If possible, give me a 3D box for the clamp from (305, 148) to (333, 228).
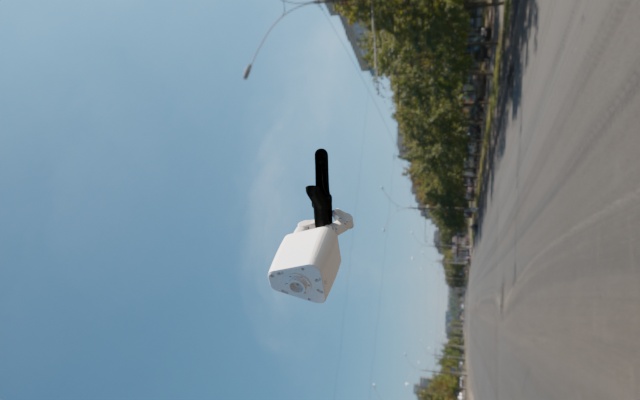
[{"bbox_3d":[0.000,0.003,0.891,0.039,0.172,0.120,3,34,17],"label":"clamp"}]
